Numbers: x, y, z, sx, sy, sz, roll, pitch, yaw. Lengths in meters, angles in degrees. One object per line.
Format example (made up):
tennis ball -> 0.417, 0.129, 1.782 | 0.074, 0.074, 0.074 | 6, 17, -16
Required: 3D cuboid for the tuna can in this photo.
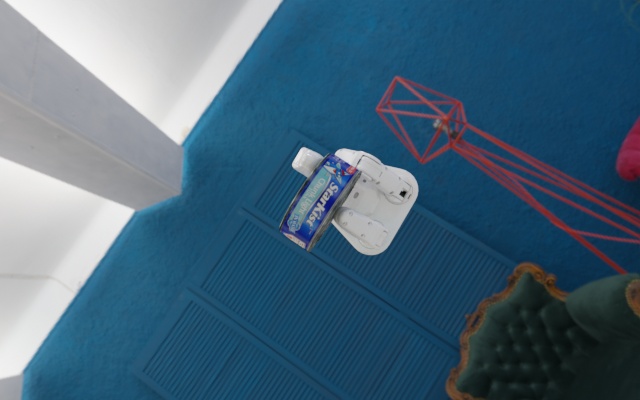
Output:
tuna can -> 0.000, 0.001, 0.424 | 0.034, 0.086, 0.086 | 33, 3, 5
